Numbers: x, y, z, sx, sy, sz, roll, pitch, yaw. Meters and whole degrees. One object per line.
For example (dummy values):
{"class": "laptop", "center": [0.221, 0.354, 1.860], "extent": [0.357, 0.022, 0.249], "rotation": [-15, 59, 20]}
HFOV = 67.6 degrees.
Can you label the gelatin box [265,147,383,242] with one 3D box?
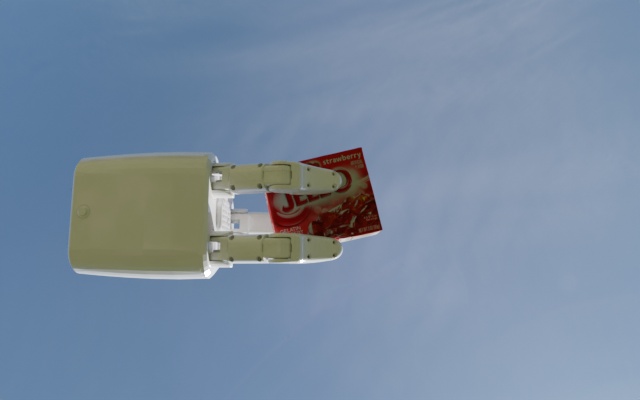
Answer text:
{"class": "gelatin box", "center": [0.000, 0.001, 0.403], "extent": [0.089, 0.073, 0.030], "rotation": [-13, -9, -6]}
